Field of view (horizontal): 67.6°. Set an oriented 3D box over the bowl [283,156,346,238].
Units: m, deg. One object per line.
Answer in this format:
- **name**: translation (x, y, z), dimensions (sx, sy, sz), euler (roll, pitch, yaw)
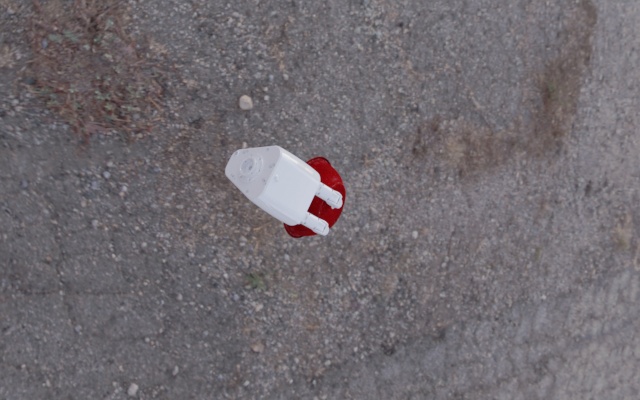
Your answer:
- **bowl**: translation (0.001, 0.003, 0.886), dimensions (0.055, 0.162, 0.162), euler (21, 10, 27)
